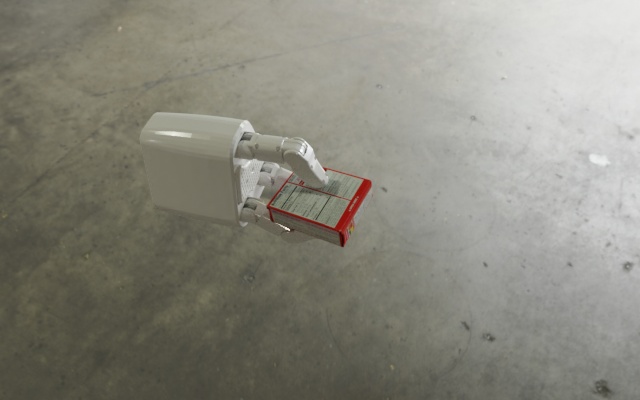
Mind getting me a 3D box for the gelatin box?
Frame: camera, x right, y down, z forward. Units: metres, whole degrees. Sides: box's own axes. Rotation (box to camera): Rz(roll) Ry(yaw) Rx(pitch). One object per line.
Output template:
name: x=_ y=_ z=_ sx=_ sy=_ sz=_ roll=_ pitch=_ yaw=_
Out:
gelatin box: x=0.000 y=0.001 z=0.500 sx=0.089 sy=0.073 sz=0.030 roll=17 pitch=-36 yaw=24
